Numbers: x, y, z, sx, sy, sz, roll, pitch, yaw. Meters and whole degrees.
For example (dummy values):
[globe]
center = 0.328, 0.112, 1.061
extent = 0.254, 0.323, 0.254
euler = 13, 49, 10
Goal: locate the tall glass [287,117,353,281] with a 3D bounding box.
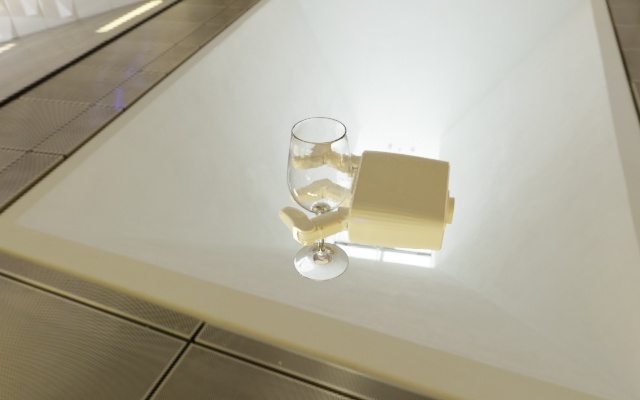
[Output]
[tall glass]
center = 0.000, 0.002, 0.585
extent = 0.079, 0.201, 0.079
euler = -1, 37, 1
